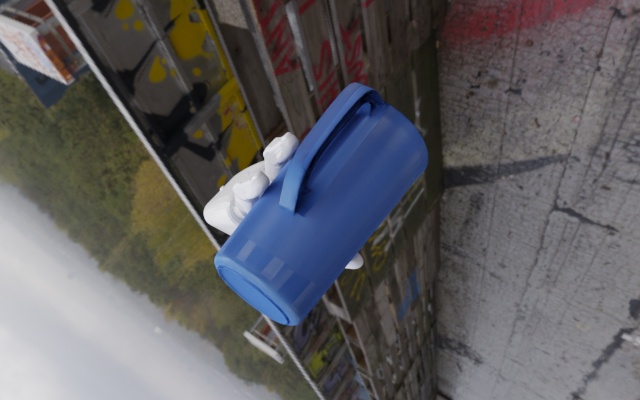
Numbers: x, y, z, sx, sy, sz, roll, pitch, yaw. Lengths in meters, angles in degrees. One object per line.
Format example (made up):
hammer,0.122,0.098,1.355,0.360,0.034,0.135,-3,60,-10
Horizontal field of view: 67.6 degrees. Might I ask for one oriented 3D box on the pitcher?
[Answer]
pitcher,0.000,0.002,0.509,0.149,0.242,0.145,47,-25,-18
